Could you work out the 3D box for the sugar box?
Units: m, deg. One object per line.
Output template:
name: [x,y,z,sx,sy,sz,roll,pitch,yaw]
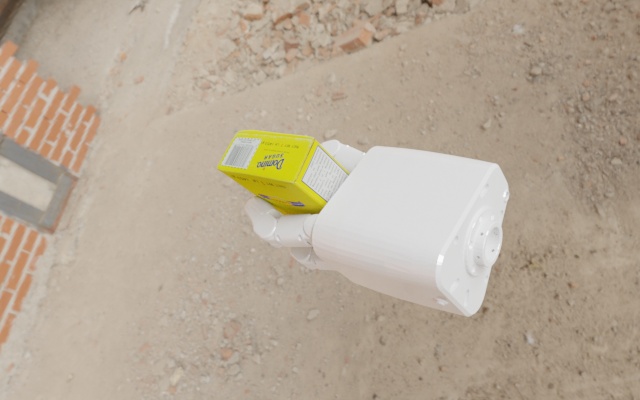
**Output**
sugar box: [0.000,0.002,0.436,0.093,0.048,0.176,12,-20,40]
